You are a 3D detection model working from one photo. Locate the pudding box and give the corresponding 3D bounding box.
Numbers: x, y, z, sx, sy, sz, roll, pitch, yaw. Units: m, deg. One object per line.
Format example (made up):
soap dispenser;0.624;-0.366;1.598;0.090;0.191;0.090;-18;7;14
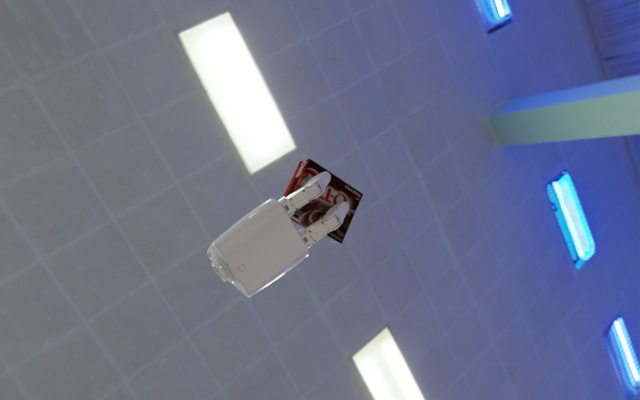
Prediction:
pudding box;0.000;0.002;0.737;0.113;0.090;0.039;32;-17;-26
